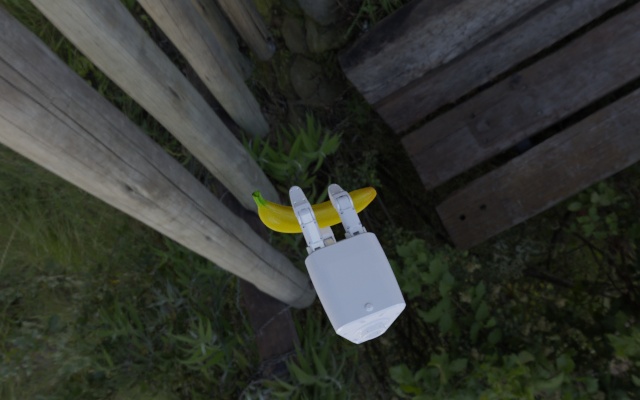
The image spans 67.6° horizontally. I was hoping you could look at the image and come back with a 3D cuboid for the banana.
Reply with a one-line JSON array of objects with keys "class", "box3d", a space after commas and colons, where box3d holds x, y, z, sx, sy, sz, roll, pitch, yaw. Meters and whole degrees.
[{"class": "banana", "box3d": [-0.009, 0.015, 0.701, 0.198, 0.037, 0.070, -4, -41, -28]}]
